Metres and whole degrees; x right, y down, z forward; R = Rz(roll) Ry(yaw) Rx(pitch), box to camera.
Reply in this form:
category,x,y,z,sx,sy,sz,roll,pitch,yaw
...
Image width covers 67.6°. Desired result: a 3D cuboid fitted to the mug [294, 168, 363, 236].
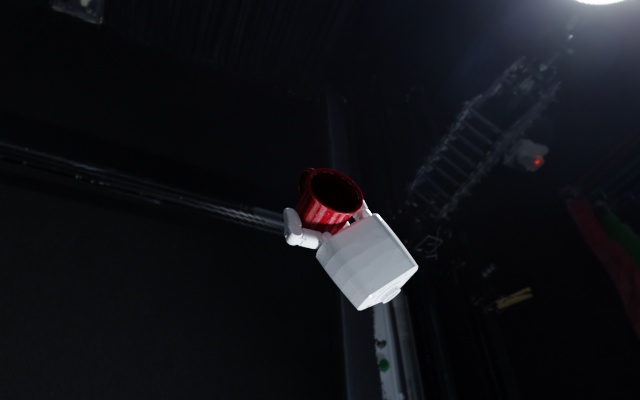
category,x,y,z,sx,sy,sz,roll,pitch,yaw
mug,-0.001,0.002,0.744,0.093,0.117,0.081,-15,-32,-41
